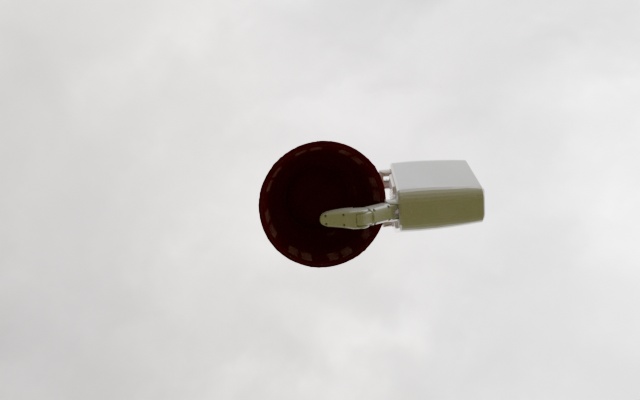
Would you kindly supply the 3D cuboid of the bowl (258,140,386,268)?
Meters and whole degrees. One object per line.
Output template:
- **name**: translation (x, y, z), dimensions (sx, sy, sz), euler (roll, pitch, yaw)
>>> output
- **bowl**: translation (-0.001, 0.002, 0.616), dimensions (0.162, 0.162, 0.055), euler (0, 11, -9)
